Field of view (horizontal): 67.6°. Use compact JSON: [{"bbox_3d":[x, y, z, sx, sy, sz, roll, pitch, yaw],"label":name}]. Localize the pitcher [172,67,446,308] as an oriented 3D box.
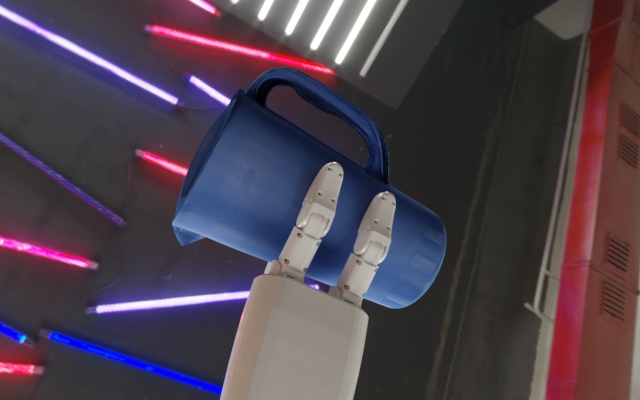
[{"bbox_3d":[0.000,0.002,0.450,0.243,0.145,0.149,27,-35,-18],"label":"pitcher"}]
